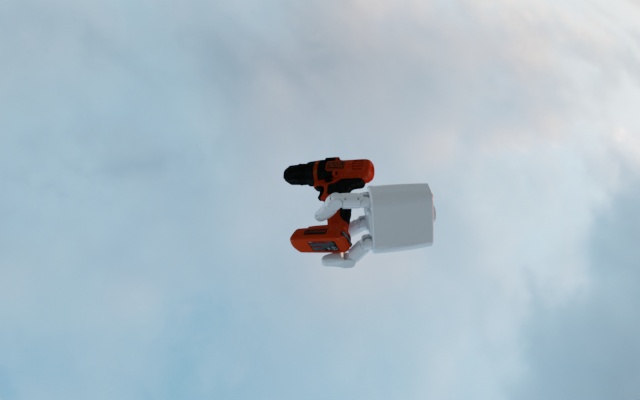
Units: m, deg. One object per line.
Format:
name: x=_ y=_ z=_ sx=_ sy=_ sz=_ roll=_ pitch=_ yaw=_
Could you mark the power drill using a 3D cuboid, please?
power drill: x=0.000 y=0.003 z=0.881 sx=0.184 sy=0.187 sz=0.057 roll=-3 pitch=-33 yaw=24
